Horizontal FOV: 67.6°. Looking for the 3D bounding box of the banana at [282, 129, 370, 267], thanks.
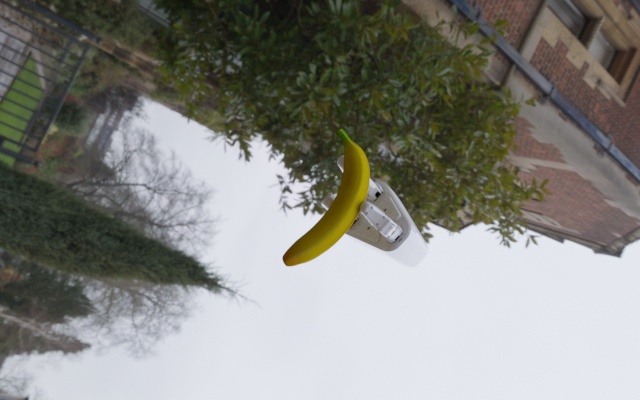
[{"bbox_3d":[0.019,0.006,0.626,0.069,0.197,0.037,21,-15,10],"label":"banana"}]
